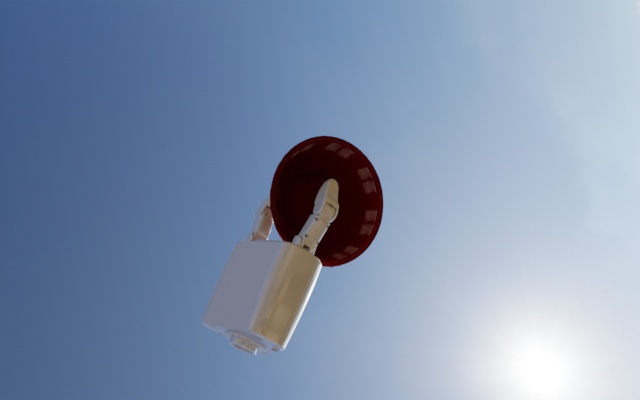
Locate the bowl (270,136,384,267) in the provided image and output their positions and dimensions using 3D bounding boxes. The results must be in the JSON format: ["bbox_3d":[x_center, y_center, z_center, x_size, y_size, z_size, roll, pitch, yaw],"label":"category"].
[{"bbox_3d":[0.001,0.001,0.608,0.162,0.162,0.055,0,-3,-29],"label":"bowl"}]
